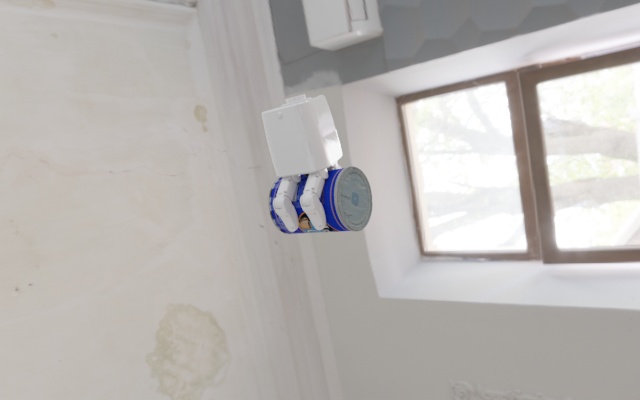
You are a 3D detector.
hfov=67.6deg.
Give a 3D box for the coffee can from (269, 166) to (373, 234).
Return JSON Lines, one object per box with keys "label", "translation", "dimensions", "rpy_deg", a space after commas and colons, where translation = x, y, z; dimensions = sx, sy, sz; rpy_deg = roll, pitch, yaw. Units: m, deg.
{"label": "coffee can", "translation": [0.000, 0.003, 0.789], "dimensions": [0.140, 0.103, 0.103], "rpy_deg": [-6, -3, 36]}
